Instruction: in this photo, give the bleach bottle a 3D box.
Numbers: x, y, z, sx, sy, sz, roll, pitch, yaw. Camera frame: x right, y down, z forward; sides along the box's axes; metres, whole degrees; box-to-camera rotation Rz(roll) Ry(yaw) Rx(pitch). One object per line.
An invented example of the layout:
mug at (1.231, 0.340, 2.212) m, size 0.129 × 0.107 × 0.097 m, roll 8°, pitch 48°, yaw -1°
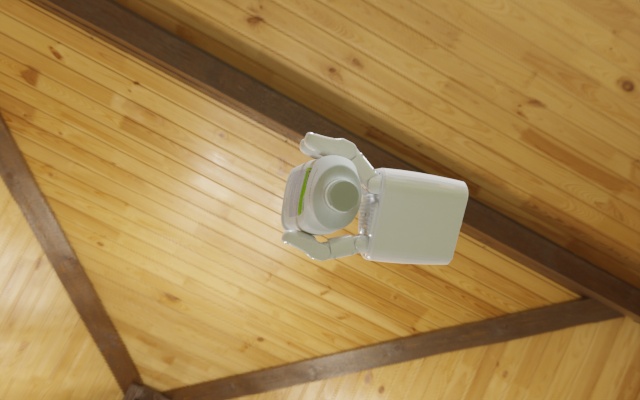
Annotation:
bleach bottle at (0.000, 0.002, 0.562) m, size 0.068 × 0.102 × 0.251 m, roll 7°, pitch 0°, yaw -10°
